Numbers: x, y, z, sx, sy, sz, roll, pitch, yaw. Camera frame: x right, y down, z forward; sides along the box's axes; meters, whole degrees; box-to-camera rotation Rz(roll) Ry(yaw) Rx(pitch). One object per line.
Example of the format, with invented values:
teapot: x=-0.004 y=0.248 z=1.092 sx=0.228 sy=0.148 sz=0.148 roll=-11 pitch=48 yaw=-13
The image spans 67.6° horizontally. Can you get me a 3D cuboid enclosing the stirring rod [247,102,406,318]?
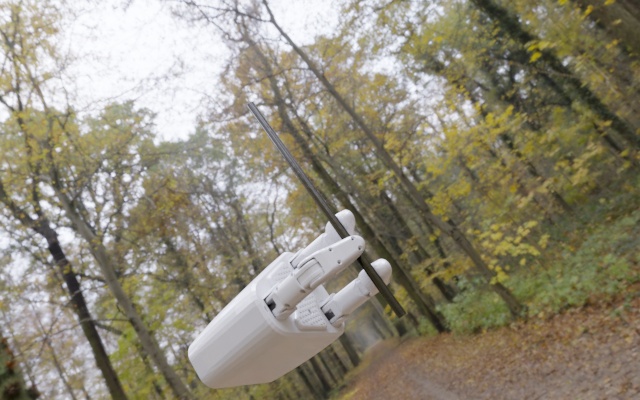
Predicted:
stirring rod: x=0.000 y=0.002 z=0.426 sx=0.011 sy=0.239 sz=0.011 roll=-33 pitch=-17 yaw=-11
